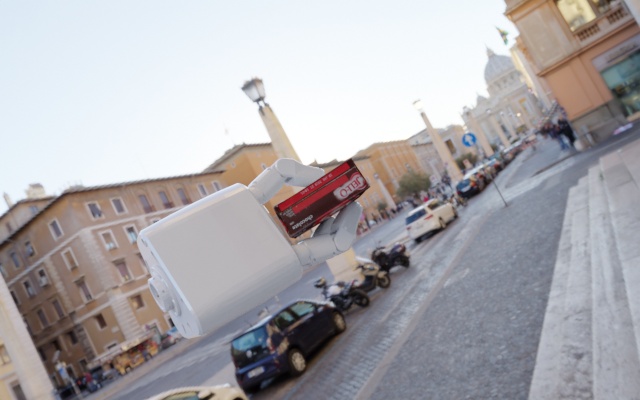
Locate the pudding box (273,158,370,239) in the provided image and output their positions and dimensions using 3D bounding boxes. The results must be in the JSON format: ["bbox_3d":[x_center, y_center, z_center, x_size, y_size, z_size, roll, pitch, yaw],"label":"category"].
[{"bbox_3d":[0.000,0.002,0.497,0.090,0.039,0.113,-31,-2,-3],"label":"pudding box"}]
